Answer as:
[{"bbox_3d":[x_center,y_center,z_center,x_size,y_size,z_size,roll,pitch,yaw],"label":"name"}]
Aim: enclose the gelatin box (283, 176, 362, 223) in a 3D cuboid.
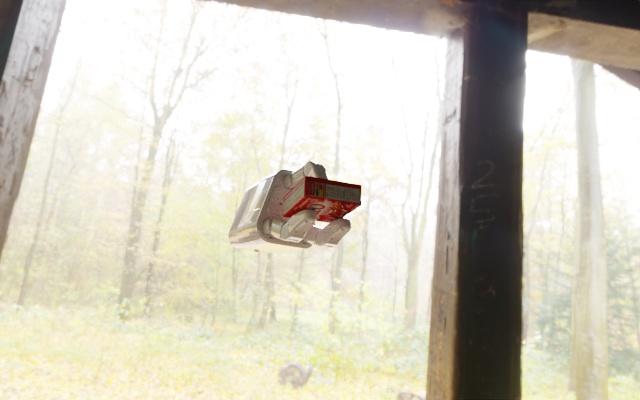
[{"bbox_3d":[0.000,0.001,0.595,0.073,0.030,0.089,9,-21,-20],"label":"gelatin box"}]
